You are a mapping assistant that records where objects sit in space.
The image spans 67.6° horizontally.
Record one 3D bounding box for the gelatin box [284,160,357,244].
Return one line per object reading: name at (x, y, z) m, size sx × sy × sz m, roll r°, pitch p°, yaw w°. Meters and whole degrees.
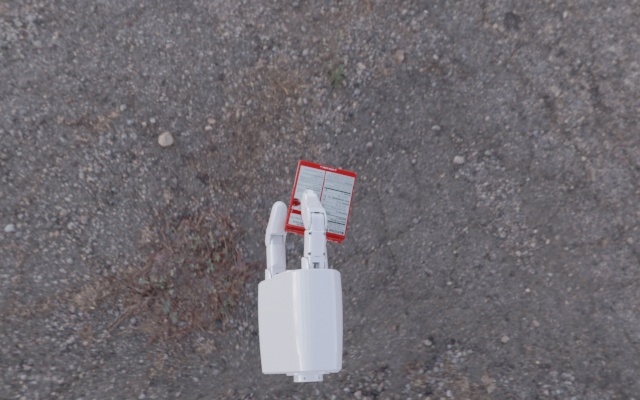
gelatin box at (0.000, 0.001, 0.586) m, size 0.073 × 0.089 × 0.030 m, roll 12°, pitch -18°, yaw -4°
